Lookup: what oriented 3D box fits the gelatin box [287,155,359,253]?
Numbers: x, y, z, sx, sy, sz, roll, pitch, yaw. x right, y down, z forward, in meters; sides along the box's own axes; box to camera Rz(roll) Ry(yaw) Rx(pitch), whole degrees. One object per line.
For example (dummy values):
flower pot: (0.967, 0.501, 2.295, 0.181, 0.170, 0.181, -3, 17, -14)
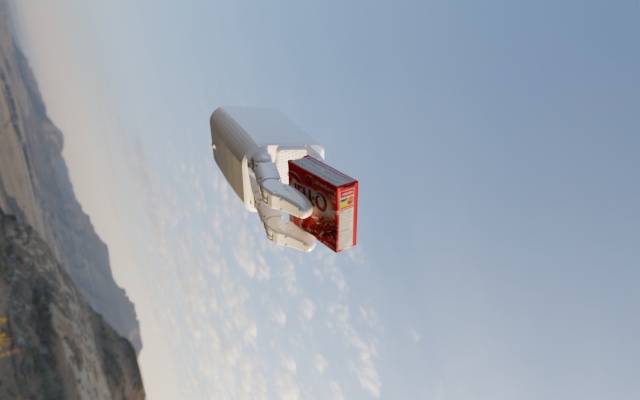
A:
gelatin box: (0.001, 0.002, 0.494, 0.030, 0.073, 0.089, -18, 32, -33)
